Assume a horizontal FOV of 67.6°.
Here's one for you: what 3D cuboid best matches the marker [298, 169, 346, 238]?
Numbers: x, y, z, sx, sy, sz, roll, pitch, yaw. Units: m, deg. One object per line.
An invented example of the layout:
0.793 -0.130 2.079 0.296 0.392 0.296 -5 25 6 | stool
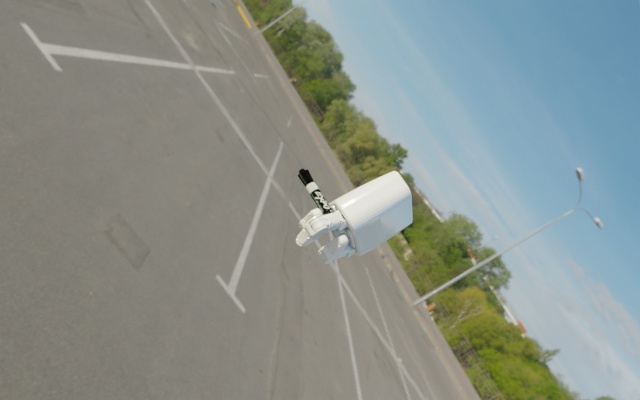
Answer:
0.000 0.002 0.724 0.020 0.121 0.020 -28 -17 -9 | marker
